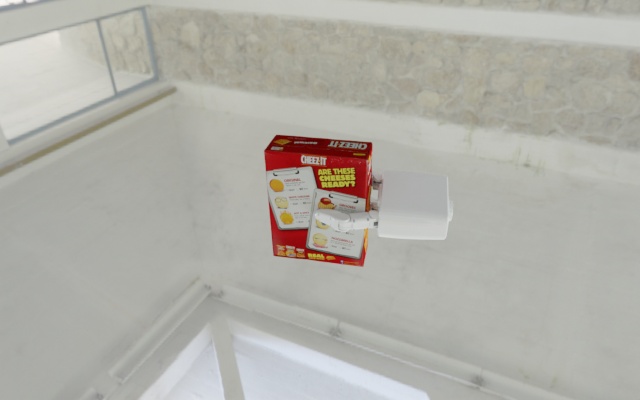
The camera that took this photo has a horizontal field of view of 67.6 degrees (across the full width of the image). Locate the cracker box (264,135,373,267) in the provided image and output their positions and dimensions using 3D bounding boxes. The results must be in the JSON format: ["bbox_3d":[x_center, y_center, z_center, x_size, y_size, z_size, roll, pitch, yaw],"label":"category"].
[{"bbox_3d":[0.000,0.003,0.800,0.164,0.214,0.072,6,34,10],"label":"cracker box"}]
